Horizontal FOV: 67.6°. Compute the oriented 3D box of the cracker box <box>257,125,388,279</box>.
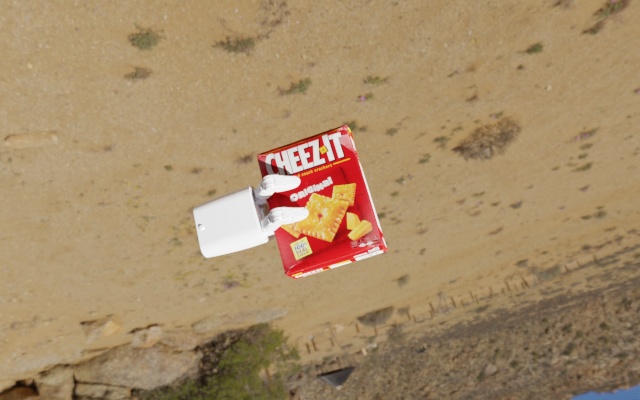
[{"bbox_3d":[0.000,0.003,0.785,0.164,0.213,0.072,-18,-17,7],"label":"cracker box"}]
